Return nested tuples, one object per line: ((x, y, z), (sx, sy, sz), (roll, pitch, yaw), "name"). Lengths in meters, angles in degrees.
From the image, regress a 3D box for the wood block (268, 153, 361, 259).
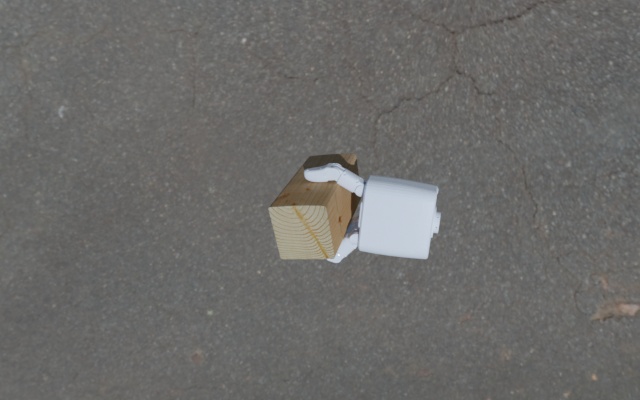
((0.000, 0.002, 0.781), (0.090, 0.091, 0.206), (-2, 25, 18), "wood block")
